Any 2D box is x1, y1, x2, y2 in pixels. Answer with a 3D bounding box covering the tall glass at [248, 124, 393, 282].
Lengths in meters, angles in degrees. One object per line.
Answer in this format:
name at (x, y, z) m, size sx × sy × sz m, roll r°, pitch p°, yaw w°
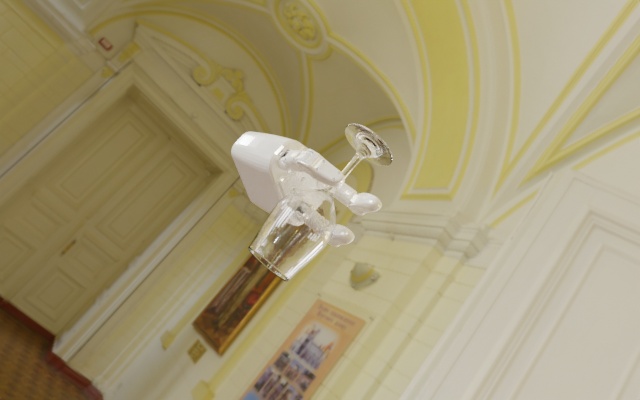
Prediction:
tall glass at (0.001, 0.001, 0.583) m, size 0.079 × 0.201 × 0.079 m, roll 36°, pitch -17°, yaw 13°
